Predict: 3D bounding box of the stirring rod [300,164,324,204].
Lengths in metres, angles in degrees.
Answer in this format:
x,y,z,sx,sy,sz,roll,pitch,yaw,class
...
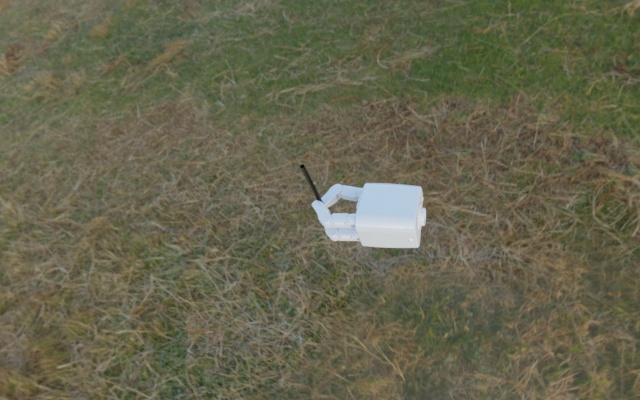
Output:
x,y,z,sx,sy,sz,roll,pitch,yaw,class
0.000,0.003,0.896,0.011,0.011,0.240,0,-30,17,stirring rod
